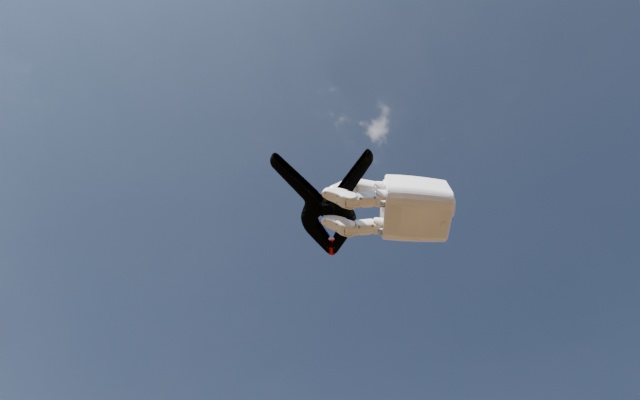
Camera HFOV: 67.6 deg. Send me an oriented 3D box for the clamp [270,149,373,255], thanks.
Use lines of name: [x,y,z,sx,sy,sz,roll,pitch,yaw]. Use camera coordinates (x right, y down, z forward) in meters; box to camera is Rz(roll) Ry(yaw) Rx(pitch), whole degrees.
clamp: [0.000,0.003,0.806,0.164,0.210,0.036,5,35,6]
